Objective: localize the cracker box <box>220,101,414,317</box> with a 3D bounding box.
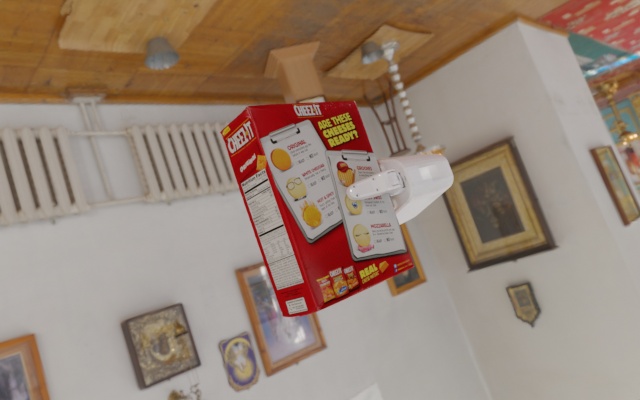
[{"bbox_3d":[0.000,0.002,0.535,0.164,0.213,0.072,-14,-8,-44],"label":"cracker box"}]
